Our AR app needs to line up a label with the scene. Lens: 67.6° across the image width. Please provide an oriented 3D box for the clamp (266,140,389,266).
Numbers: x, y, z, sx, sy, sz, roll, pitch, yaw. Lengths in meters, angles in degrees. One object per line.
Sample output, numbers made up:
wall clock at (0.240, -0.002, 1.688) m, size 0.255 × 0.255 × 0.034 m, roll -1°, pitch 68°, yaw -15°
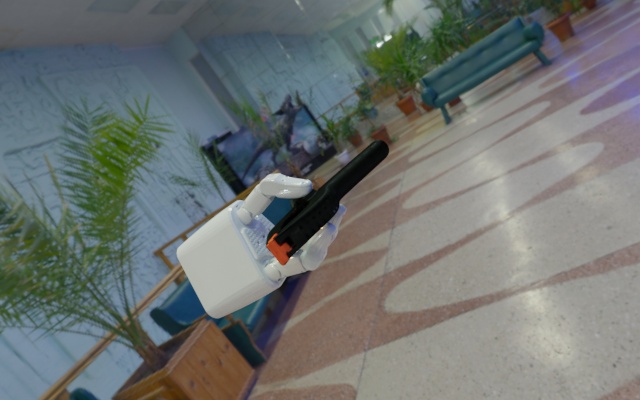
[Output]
clamp at (-0.001, 0.001, 0.550) m, size 0.164 × 0.036 × 0.210 m, roll -36°, pitch 9°, yaw 25°
